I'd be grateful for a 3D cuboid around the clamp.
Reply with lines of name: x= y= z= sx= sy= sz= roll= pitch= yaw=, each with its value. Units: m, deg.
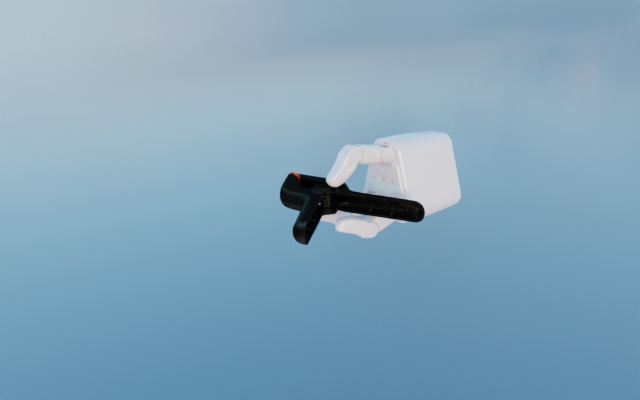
clamp: x=0.000 y=0.001 z=0.596 sx=0.164 sy=0.036 sz=0.210 roll=-11 pitch=21 yaw=-32
